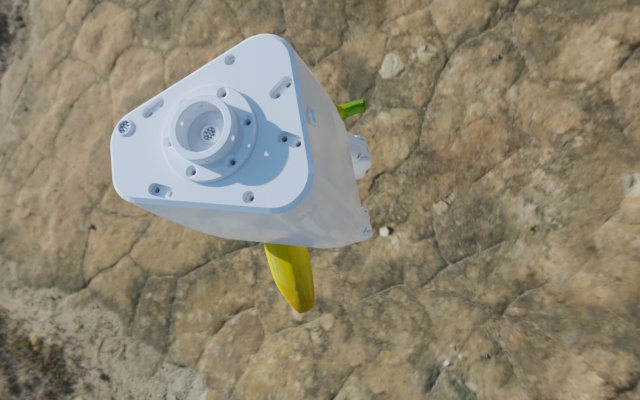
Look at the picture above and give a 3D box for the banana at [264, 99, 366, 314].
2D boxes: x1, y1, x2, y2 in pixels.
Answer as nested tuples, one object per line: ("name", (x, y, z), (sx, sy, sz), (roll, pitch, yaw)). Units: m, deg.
("banana", (-0.017, -0.006, 0.416), (0.069, 0.197, 0.037), (13, -9, 14))
